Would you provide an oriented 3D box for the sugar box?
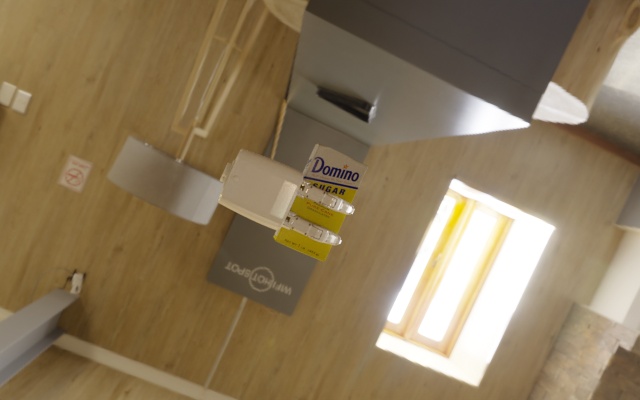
[{"bbox_3d":[0.000,0.003,0.795,0.093,0.176,0.048,24,2,-12],"label":"sugar box"}]
